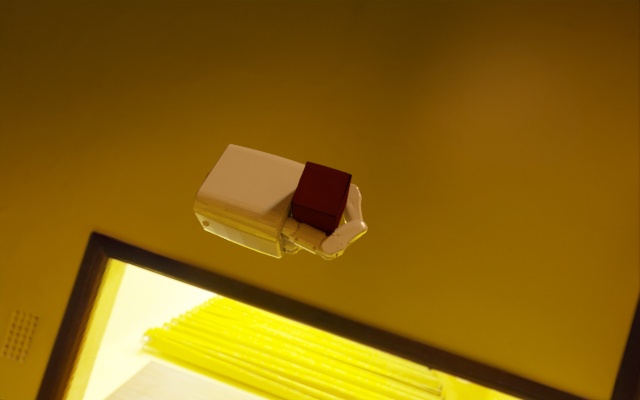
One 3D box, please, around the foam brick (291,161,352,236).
[{"bbox_3d":[0.000,0.002,0.526,0.051,0.053,0.078,19,-22,6],"label":"foam brick"}]
